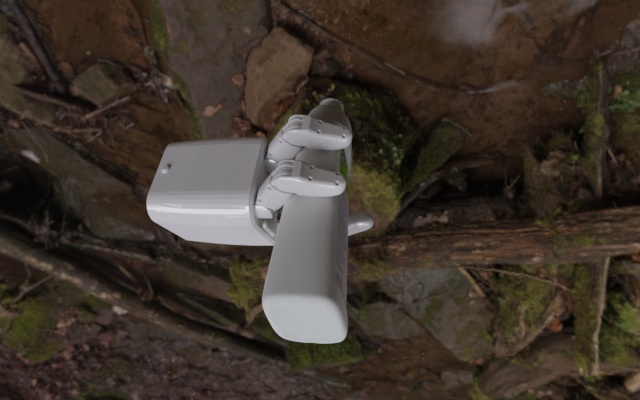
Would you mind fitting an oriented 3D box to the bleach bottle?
[{"bbox_3d":[0.000,0.002,0.471,0.068,0.250,0.103,1,-36,10],"label":"bleach bottle"}]
